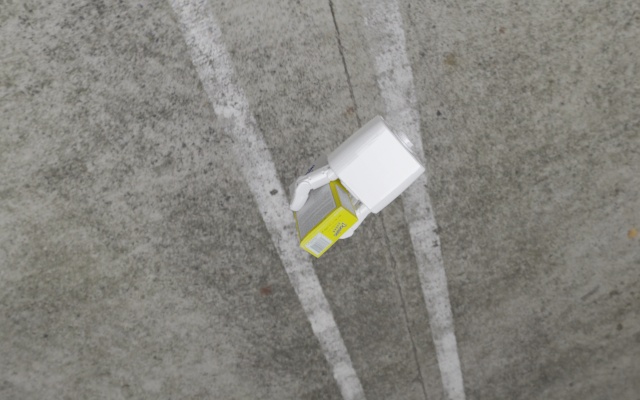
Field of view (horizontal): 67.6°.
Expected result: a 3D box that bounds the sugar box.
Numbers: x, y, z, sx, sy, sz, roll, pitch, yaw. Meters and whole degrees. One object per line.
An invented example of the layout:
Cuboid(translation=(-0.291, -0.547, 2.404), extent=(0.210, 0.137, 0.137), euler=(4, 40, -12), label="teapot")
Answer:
Cuboid(translation=(0.001, 0.003, 0.782), extent=(0.048, 0.093, 0.176), euler=(38, 20, -25), label="sugar box")
